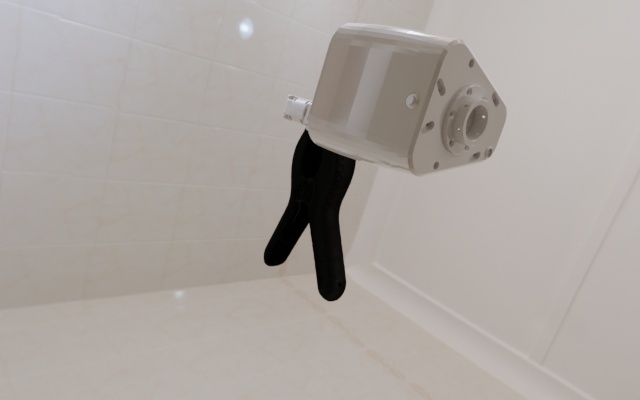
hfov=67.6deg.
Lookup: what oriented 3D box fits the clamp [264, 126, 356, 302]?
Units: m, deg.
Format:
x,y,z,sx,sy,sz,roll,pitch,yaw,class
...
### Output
x,y,z,sx,sy,sz,roll,pitch,yaw,class
0.001,0.001,0.427,0.039,0.171,0.120,4,16,-40,clamp
